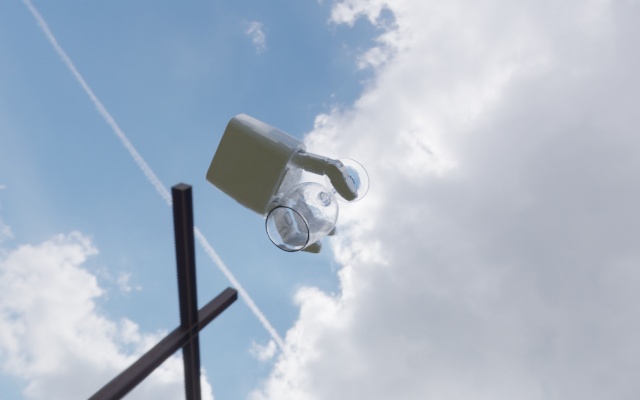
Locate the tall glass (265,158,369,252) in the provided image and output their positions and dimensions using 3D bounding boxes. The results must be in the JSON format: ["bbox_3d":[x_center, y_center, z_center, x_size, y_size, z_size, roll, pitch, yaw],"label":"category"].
[{"bbox_3d":[0.001,0.002,0.666,0.079,0.079,0.201,0,20,26],"label":"tall glass"}]
